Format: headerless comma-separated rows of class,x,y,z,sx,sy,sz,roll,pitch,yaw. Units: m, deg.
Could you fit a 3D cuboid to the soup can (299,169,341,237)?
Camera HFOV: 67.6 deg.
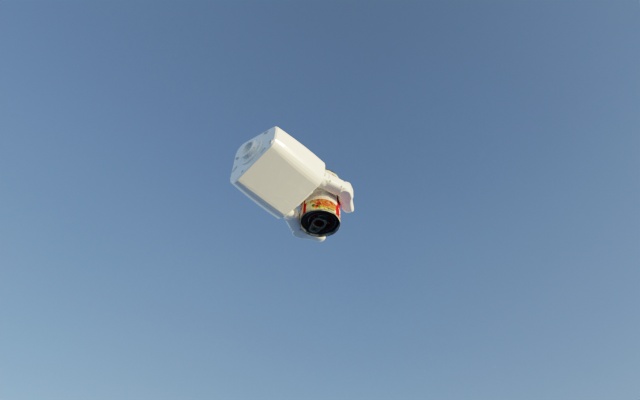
soup can,0.001,0.003,0.818,0.068,0.102,0.069,1,-45,1
